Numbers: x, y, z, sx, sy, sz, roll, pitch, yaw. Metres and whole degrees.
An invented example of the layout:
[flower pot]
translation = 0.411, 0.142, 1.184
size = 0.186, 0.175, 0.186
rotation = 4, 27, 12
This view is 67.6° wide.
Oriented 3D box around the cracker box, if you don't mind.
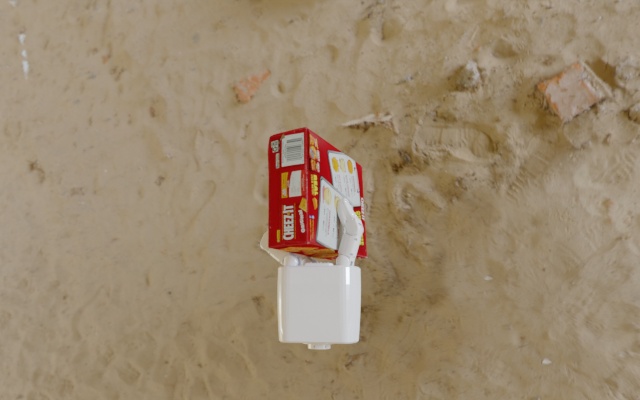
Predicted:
[cracker box]
translation = 0.000, 0.002, 0.735
size = 0.072, 0.164, 0.214
rotation = -8, -14, 25
